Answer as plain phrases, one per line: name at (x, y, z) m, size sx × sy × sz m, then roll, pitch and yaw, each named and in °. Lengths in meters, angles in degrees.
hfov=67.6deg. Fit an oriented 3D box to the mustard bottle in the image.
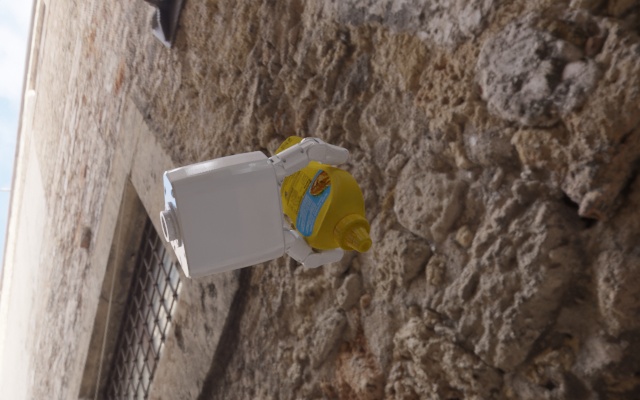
mustard bottle at (0.000, 0.002, 0.565) m, size 0.058 × 0.096 × 0.191 m, roll 11°, pitch 22°, yaw -37°
